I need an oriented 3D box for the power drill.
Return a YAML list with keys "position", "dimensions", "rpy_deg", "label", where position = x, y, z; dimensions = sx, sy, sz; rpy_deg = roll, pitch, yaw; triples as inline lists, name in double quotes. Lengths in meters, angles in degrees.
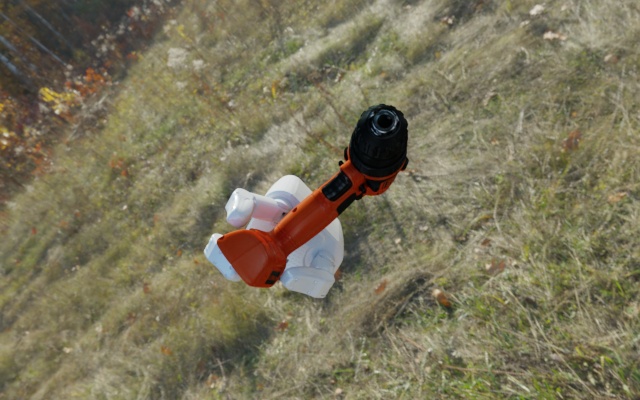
- position: [0.000, 0.002, 0.435]
  dimensions: [0.187, 0.057, 0.184]
  rpy_deg: [-38, -12, -4]
  label: "power drill"
